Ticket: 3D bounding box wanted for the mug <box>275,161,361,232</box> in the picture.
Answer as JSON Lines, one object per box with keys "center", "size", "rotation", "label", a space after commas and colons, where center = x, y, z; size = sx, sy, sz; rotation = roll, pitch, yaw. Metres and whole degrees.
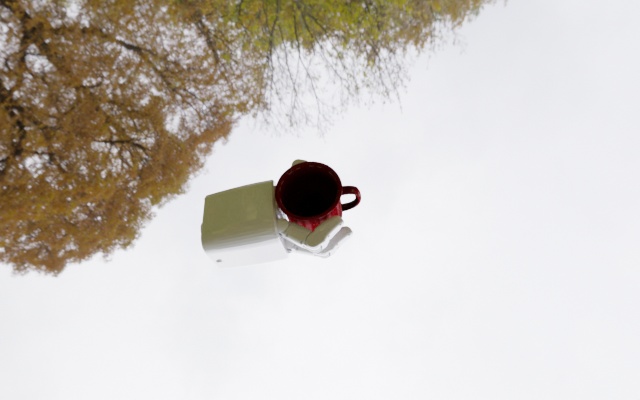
{"center": [0.002, 0.002, 0.682], "size": [0.117, 0.093, 0.081], "rotation": [-11, -29, 2], "label": "mug"}
